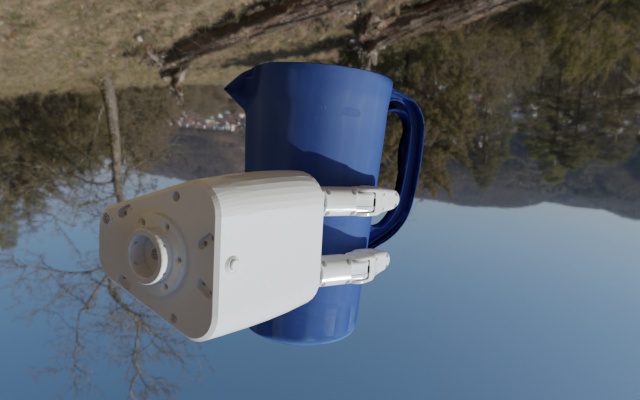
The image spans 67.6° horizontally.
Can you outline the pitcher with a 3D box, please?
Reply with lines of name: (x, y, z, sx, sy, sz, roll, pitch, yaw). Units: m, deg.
pitcher: (0.000, 0.001, 0.446, 0.149, 0.243, 0.145, 8, 7, 28)
